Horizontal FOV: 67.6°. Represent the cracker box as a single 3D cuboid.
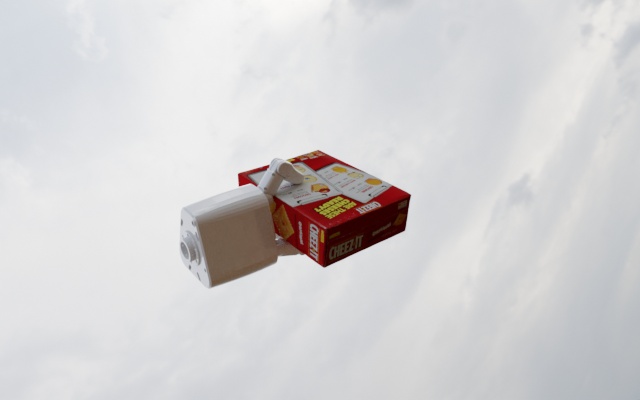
[{"bbox_3d":[0.000,0.002,0.720,0.164,0.072,0.213,-20,35,-35],"label":"cracker box"}]
